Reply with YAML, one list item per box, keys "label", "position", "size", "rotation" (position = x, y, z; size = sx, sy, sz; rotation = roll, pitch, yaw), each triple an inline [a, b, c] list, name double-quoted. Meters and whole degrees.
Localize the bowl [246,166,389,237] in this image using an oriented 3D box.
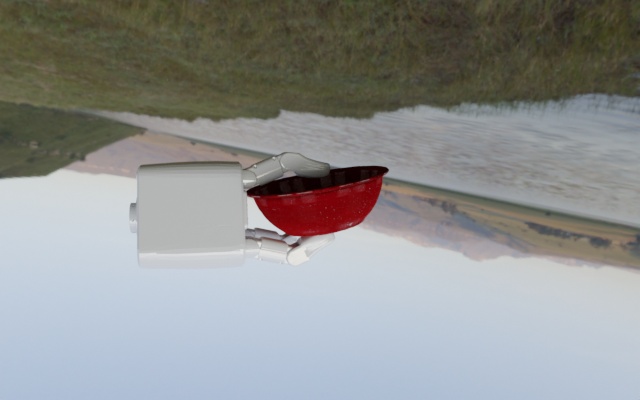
- label: "bowl"
  position: [0.001, 0.002, 0.538]
  size: [0.162, 0.055, 0.162]
  rotation: [-10, 10, 2]
